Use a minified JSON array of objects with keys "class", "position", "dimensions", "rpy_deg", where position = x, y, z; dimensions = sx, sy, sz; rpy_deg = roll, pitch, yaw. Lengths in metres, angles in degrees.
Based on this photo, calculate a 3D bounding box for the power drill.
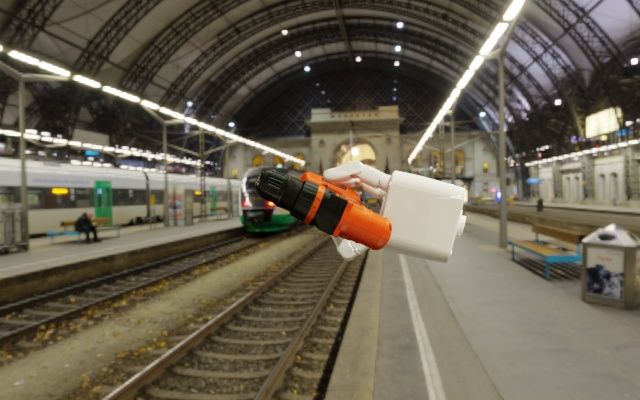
[{"class":"power drill","position":[0.000,0.002,0.674],"dimensions":[0.184,0.057,0.187],"rpy_deg":[26,7,-6]}]
